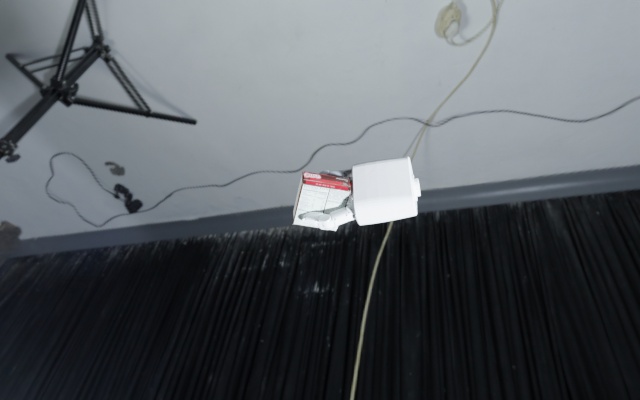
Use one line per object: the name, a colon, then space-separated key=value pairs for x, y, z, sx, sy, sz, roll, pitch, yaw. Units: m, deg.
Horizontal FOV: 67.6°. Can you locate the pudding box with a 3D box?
pudding box: x=0.000 y=0.003 z=0.881 sx=0.090 sy=0.114 sz=0.039 roll=10 pitch=42 yaw=-7
